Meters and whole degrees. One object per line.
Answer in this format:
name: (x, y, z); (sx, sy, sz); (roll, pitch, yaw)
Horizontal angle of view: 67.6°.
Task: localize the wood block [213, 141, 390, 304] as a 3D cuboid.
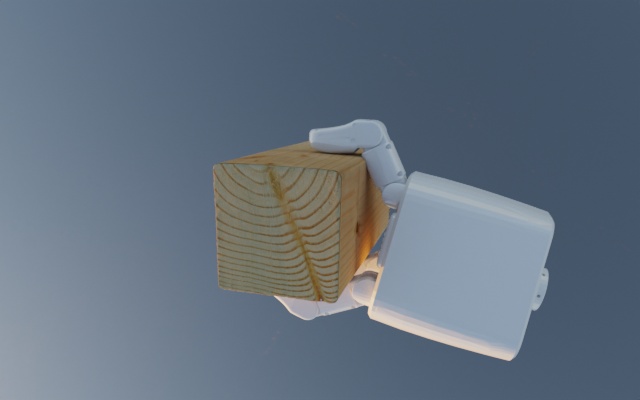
wood block: (0.000, 0.001, 0.409); (0.090, 0.091, 0.206); (4, 12, 16)
